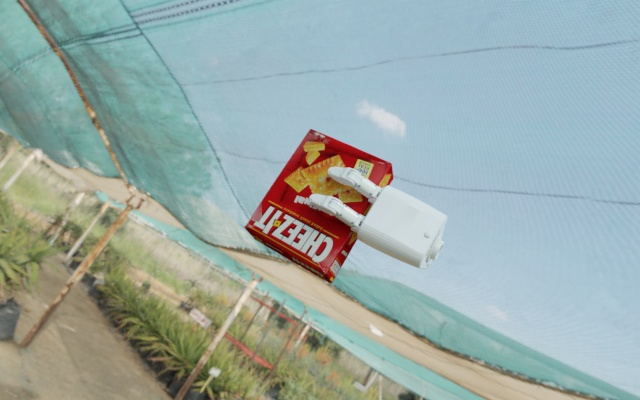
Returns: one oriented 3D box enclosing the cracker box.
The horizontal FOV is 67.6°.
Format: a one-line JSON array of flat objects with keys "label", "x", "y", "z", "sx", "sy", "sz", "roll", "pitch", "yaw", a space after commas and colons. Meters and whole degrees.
[{"label": "cracker box", "x": 0.000, "y": 0.003, "z": 0.802, "sx": 0.164, "sy": 0.213, "sz": 0.072, "roll": 27, "pitch": -15, "yaw": 21}]
